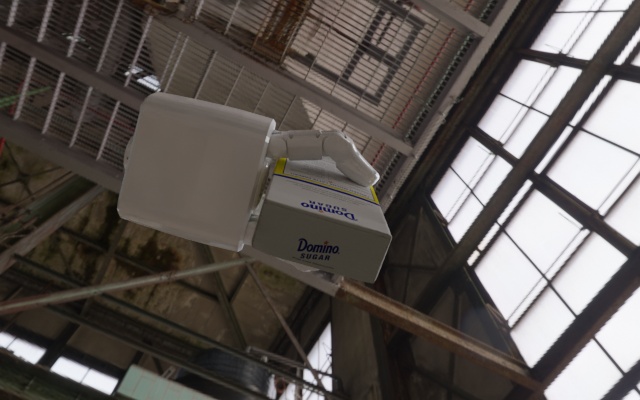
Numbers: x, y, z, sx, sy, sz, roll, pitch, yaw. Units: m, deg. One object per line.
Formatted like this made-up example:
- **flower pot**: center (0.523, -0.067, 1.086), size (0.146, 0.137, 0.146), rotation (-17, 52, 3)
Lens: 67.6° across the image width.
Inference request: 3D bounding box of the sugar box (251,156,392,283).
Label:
- **sugar box**: center (0.000, 0.002, 0.405), size (0.093, 0.048, 0.176), rotation (17, 20, -5)
